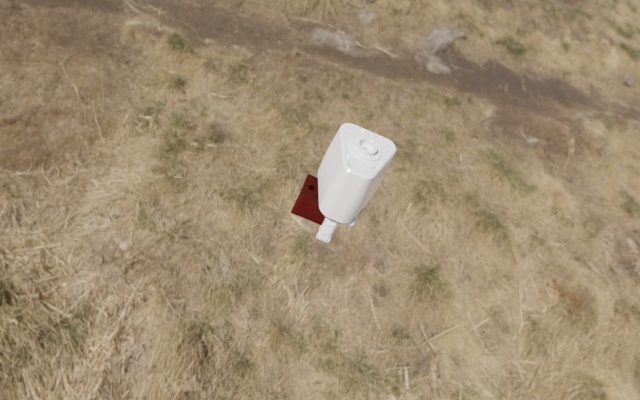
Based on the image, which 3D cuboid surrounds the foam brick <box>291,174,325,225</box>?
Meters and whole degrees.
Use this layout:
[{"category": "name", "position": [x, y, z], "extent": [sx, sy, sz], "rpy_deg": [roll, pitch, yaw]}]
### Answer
[{"category": "foam brick", "position": [0.000, 0.003, 0.785], "extent": [0.078, 0.053, 0.051], "rpy_deg": [22, -43, -3]}]
